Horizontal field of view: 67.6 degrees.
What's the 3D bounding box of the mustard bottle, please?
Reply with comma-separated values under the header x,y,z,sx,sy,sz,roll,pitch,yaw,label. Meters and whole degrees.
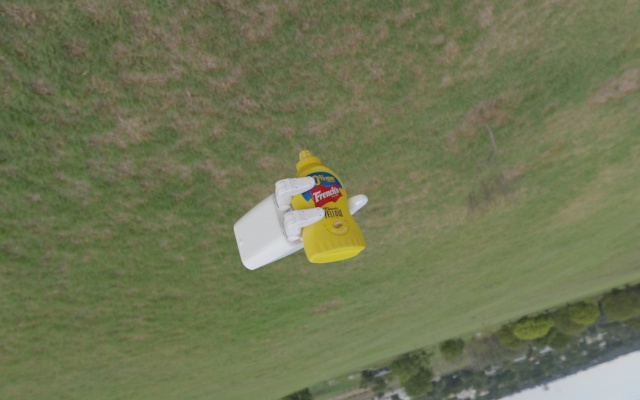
x,y,z,sx,sy,sz,roll,pitch,yaw,label
0.000,0.003,0.777,0.096,0.191,0.058,-6,-26,-28,mustard bottle
